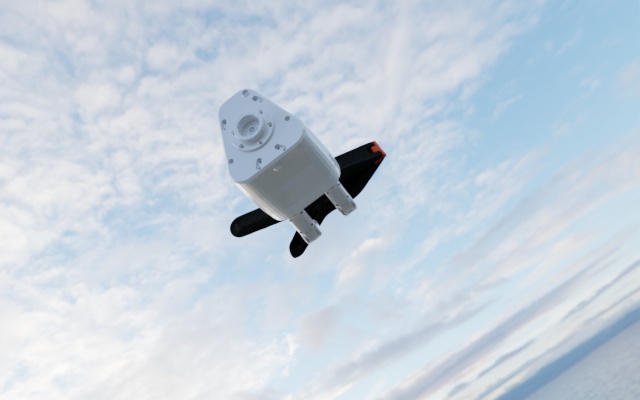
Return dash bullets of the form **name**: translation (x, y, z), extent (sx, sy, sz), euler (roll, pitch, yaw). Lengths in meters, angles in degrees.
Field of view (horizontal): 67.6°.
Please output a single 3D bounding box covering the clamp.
- **clamp**: translation (0.000, 0.001, 0.636), extent (0.210, 0.036, 0.165), euler (-37, -27, 4)
